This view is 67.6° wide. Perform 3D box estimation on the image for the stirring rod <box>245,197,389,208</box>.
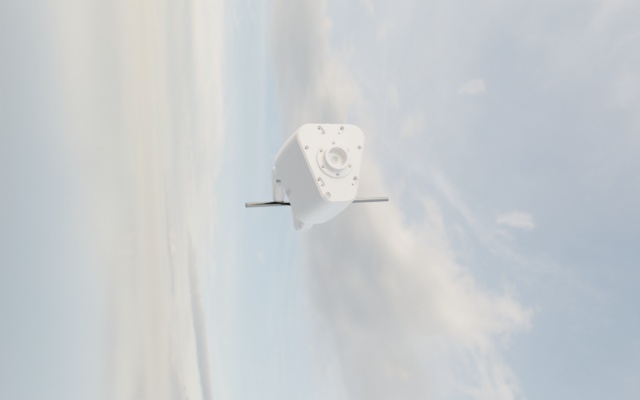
[{"bbox_3d":[0.000,0.003,0.763,0.239,0.011,0.011,-2,1,-20],"label":"stirring rod"}]
